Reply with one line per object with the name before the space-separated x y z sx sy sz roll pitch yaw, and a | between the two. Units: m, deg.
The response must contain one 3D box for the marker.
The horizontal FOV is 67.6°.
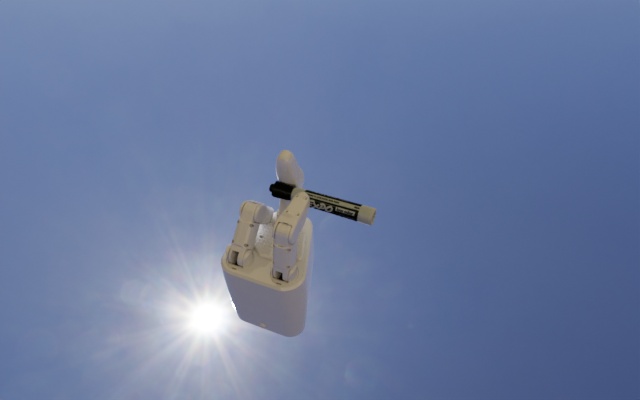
marker | 0.000 0.002 0.514 0.121 0.020 0.020 16 5 17
